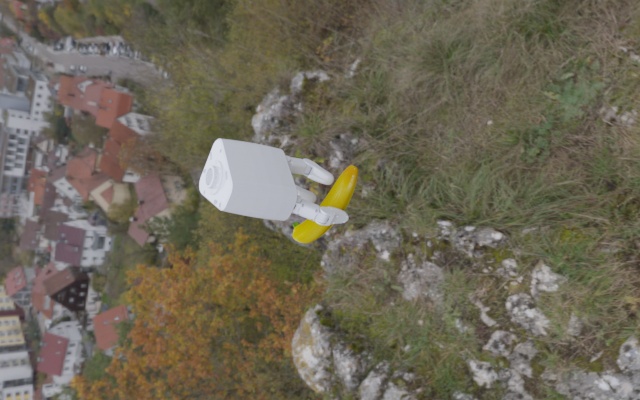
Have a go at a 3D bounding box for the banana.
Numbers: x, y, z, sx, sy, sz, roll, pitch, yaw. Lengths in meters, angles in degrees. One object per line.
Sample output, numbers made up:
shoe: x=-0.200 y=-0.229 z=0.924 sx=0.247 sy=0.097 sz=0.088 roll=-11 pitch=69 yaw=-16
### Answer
banana: x=0.001 y=0.020 z=0.784 sx=0.037 sy=0.069 sz=0.198 roll=11 pitch=-37 yaw=-33
